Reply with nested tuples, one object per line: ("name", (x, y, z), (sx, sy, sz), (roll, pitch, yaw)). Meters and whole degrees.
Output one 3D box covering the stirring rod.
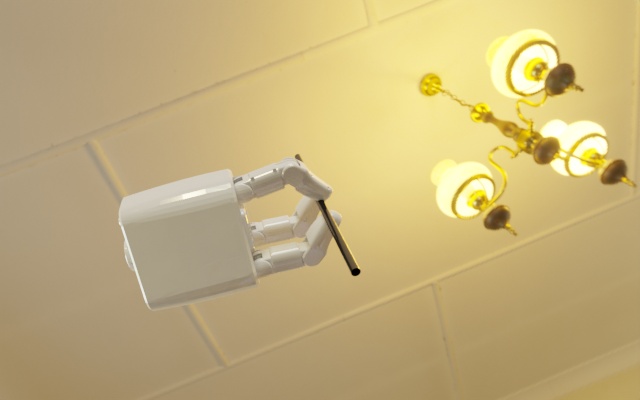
("stirring rod", (0.000, 0.002, 0.477), (0.011, 0.011, 0.239), (0, 27, -15))
